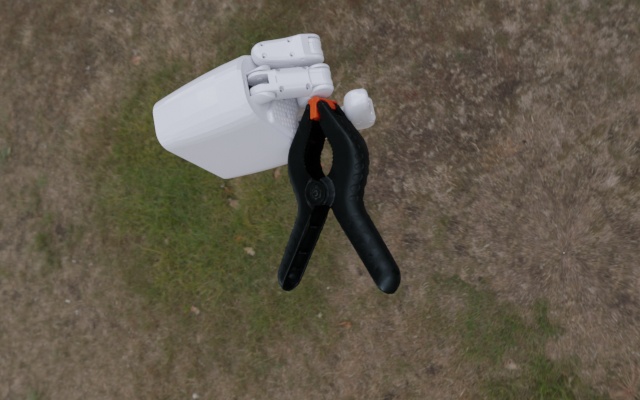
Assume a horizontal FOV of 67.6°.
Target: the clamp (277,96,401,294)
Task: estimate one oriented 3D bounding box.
[{"bbox_3d":[0.000,0.001,0.411,0.120,0.171,0.039,-16,-12,31],"label":"clamp"}]
